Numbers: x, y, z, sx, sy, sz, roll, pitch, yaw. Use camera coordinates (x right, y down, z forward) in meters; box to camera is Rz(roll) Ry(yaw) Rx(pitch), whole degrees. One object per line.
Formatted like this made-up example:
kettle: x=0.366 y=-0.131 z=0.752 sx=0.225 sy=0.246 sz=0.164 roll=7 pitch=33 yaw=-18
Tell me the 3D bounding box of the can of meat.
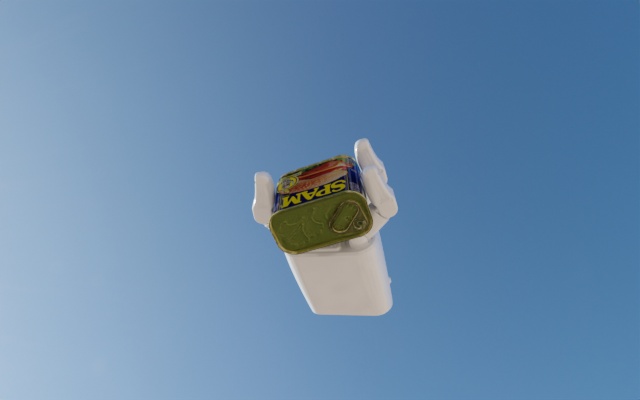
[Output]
can of meat: x=0.000 y=0.001 z=0.509 sx=0.102 sy=0.057 sz=0.084 roll=-17 pitch=31 yaw=10
